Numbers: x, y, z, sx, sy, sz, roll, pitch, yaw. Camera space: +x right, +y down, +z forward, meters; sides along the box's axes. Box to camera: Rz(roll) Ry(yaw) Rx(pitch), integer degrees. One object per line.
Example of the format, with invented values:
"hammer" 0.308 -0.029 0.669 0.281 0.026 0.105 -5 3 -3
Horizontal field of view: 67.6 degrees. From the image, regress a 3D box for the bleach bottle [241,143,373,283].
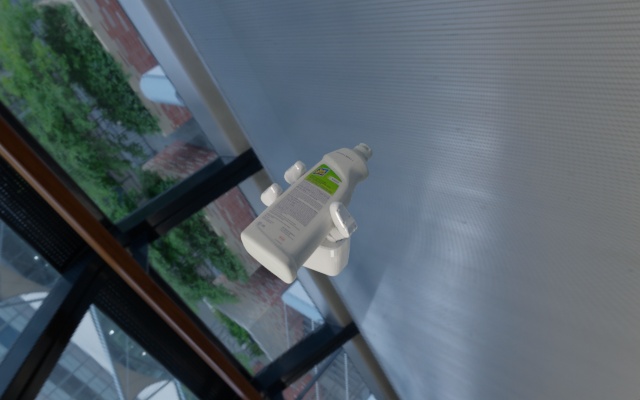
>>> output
"bleach bottle" 0.000 0.002 0.730 0.102 0.250 0.068 34 -26 24
